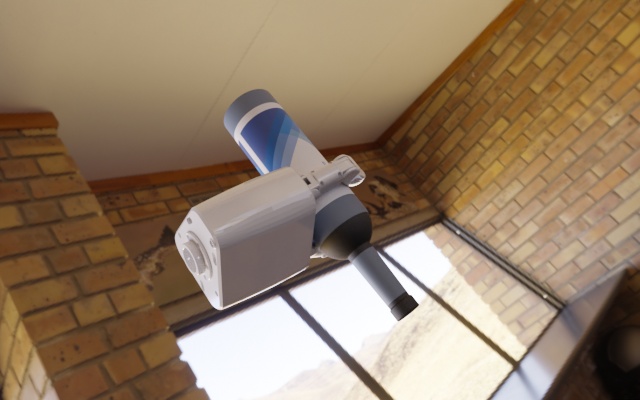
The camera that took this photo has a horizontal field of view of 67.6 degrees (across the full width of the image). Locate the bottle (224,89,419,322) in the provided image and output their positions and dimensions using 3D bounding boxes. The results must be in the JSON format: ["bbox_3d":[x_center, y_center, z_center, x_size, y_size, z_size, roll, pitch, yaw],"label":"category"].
[{"bbox_3d":[0.000,0.001,0.514,0.069,0.295,0.069,-33,-21,-14],"label":"bottle"}]
